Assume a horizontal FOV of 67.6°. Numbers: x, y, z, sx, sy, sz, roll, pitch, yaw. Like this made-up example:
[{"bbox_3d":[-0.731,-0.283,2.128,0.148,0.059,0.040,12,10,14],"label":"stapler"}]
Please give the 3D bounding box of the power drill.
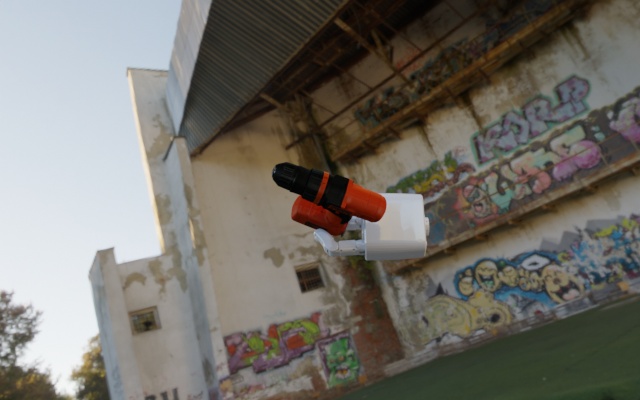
[{"bbox_3d":[0.000,0.003,0.798,0.184,0.057,0.188,22,-15,-5],"label":"power drill"}]
